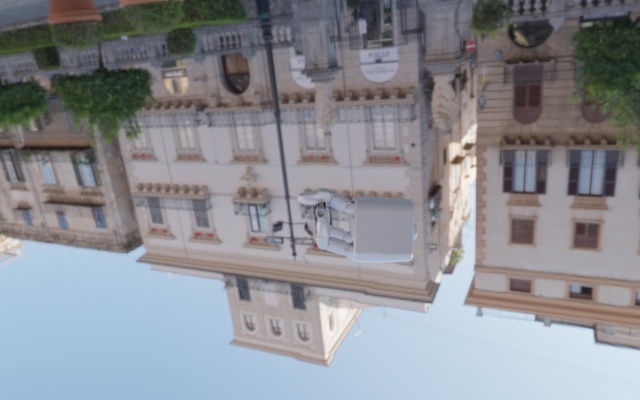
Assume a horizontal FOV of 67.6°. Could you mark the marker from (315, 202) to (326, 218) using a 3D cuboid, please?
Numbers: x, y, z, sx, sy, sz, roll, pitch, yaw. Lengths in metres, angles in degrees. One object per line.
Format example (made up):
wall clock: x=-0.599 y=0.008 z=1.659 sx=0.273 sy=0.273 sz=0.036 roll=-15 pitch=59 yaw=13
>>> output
marker: x=0.000 y=0.003 z=0.870 sx=0.020 sy=0.020 sz=0.121 roll=0 pitch=19 yaw=-1
